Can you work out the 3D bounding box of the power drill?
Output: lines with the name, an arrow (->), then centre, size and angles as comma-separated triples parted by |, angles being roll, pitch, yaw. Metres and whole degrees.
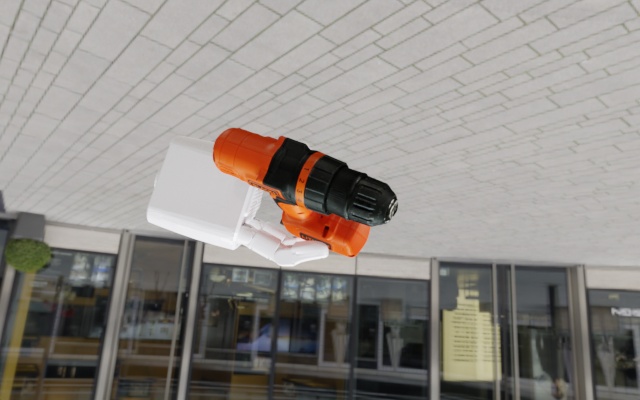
power drill -> 0.000, 0.002, 0.491 | 0.184, 0.057, 0.188 | 23, -15, 22
